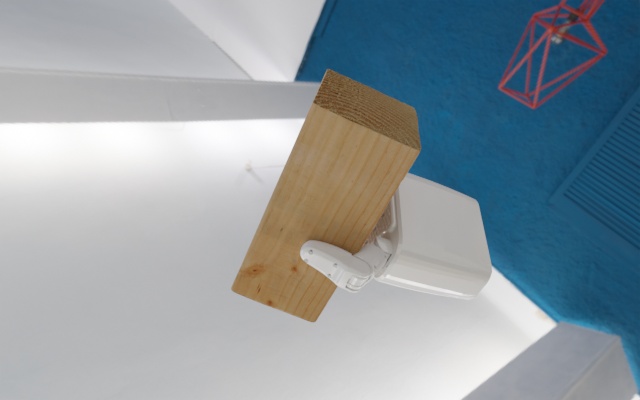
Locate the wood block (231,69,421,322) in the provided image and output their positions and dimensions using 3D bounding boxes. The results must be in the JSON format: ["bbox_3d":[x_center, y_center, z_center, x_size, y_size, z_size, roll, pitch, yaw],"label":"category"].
[{"bbox_3d":[0.000,0.002,0.438,0.090,0.206,0.090,23,31,-6],"label":"wood block"}]
